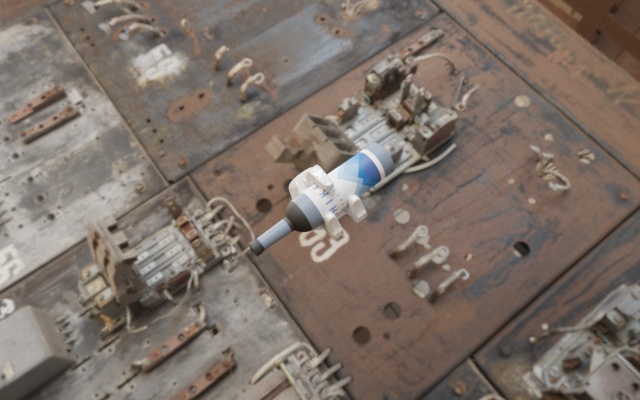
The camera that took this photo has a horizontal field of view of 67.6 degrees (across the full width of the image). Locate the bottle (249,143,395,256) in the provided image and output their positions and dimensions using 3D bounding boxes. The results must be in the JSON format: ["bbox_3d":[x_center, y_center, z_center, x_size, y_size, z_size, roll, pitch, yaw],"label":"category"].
[{"bbox_3d":[0.000,0.003,0.855,0.295,0.069,0.069,-35,10,-14],"label":"bottle"}]
